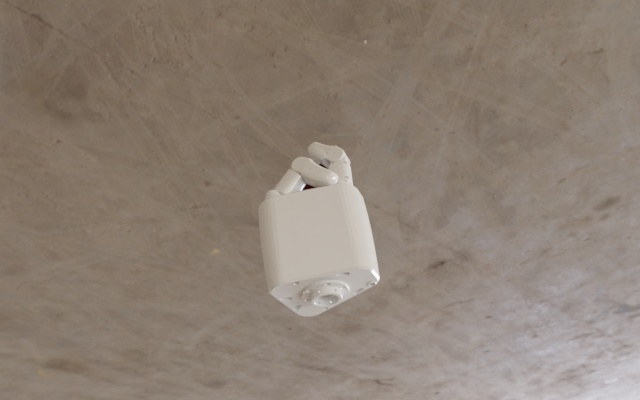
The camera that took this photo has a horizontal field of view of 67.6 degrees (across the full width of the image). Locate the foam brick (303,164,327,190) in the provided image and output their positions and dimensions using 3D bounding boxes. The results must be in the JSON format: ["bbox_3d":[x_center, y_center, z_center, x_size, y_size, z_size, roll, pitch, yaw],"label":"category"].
[{"bbox_3d":[0.000,0.002,0.598,0.053,0.051,0.078,-22,-39,14],"label":"foam brick"}]
